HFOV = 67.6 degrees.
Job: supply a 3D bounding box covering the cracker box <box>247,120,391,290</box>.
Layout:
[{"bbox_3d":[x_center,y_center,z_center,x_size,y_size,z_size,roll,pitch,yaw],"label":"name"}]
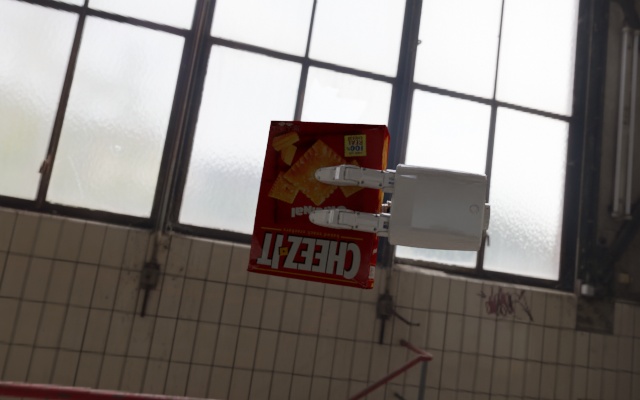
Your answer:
[{"bbox_3d":[0.000,0.002,0.645,0.164,0.213,0.072,6,-9,15],"label":"cracker box"}]
